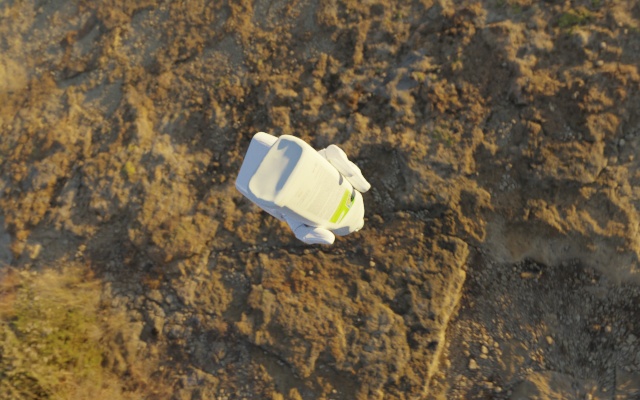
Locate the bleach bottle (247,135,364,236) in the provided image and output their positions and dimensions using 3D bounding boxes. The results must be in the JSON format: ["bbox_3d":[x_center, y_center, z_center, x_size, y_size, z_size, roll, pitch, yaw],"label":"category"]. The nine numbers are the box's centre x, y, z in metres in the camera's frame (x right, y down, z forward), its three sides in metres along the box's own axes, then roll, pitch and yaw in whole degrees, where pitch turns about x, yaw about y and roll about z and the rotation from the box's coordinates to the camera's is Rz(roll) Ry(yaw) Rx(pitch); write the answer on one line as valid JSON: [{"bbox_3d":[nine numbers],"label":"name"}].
[{"bbox_3d":[0.000,0.002,0.713,0.068,0.102,0.251,29,-5,34],"label":"bleach bottle"}]
